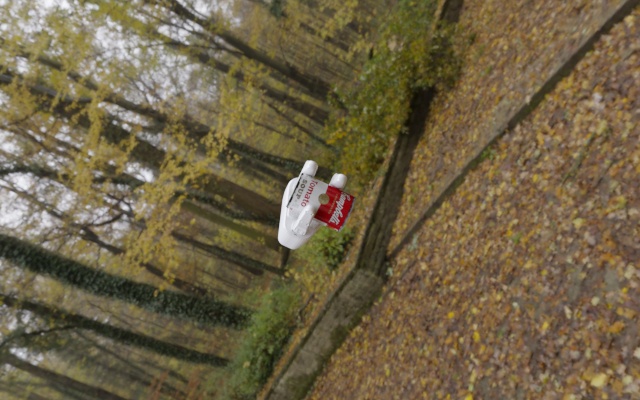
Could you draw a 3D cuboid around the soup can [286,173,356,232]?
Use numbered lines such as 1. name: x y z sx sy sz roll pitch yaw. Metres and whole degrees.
1. soup can: 0.000 0.003 0.817 0.102 0.068 0.068 25 -2 -4
